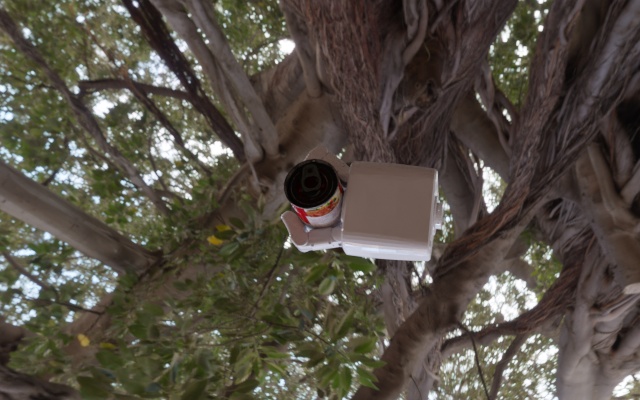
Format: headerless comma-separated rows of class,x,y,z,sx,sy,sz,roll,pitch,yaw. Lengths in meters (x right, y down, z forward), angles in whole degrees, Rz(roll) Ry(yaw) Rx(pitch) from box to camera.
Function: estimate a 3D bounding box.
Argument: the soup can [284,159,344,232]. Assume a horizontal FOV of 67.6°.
soup can,0.000,0.002,0.611,0.068,0.068,0.102,0,-27,15
